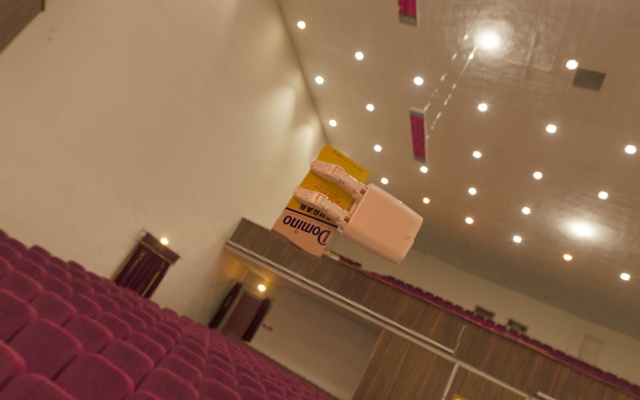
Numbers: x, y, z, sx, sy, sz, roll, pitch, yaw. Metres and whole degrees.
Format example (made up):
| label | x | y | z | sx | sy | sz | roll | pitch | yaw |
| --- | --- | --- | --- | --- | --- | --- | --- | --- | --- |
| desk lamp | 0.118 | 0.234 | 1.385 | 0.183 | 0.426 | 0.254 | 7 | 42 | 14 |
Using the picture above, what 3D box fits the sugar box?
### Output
| label | x | y | z | sx | sy | sz | roll | pitch | yaw |
| --- | --- | --- | --- | --- | --- | --- | --- | --- | --- |
| sugar box | 0.000 | 0.002 | 0.801 | 0.093 | 0.176 | 0.048 | 32 | -19 | -5 |
